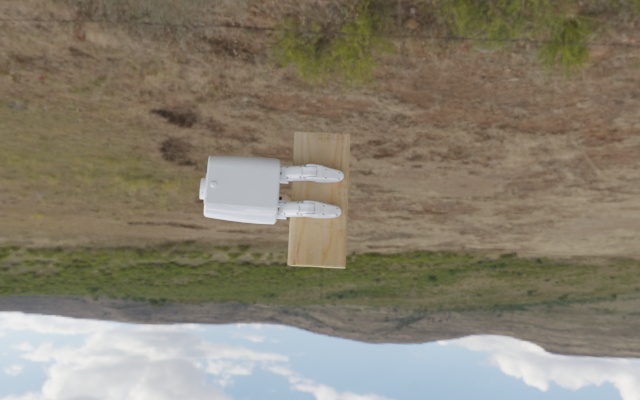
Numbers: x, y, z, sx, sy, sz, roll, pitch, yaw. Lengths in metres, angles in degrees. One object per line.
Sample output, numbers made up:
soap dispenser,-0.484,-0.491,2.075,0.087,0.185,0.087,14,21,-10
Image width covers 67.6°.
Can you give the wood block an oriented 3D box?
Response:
wood block,0.000,0.003,0.766,0.090,0.206,0.091,2,-9,2
